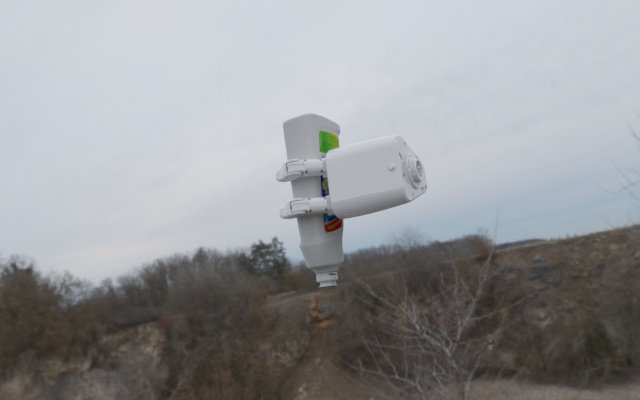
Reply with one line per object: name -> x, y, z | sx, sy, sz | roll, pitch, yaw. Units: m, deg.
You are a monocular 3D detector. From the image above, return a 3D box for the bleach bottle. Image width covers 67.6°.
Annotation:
bleach bottle -> 0.000, 0.002, 0.719 | 0.068, 0.250, 0.102 | -13, -12, 28
